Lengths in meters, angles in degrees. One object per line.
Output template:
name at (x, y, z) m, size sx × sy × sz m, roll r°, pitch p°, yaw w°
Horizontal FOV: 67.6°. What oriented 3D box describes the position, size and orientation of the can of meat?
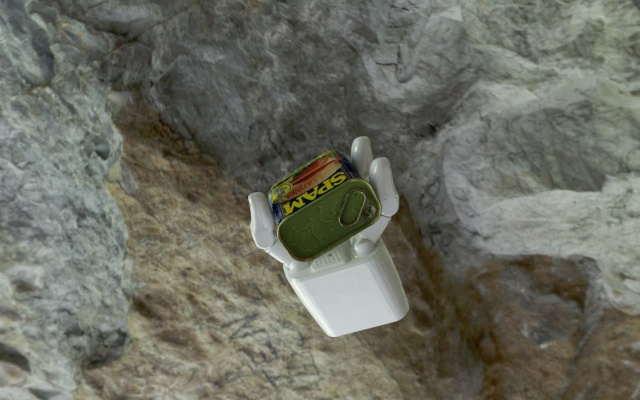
can of meat at (0.000, 0.001, 0.489) m, size 0.102 × 0.057 × 0.084 m, roll -31°, pitch 31°, yaw 2°
